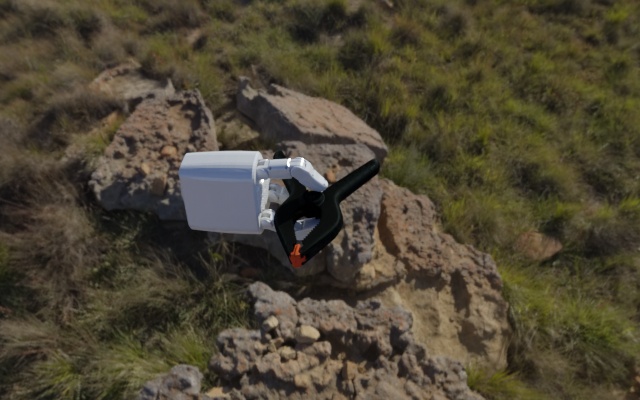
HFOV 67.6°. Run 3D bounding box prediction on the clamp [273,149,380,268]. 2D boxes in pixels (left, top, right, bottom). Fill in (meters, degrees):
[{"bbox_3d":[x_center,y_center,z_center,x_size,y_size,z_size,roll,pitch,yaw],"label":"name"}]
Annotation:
[{"bbox_3d":[0.000,0.002,0.668,0.164,0.209,0.036,1,-44,7],"label":"clamp"}]
